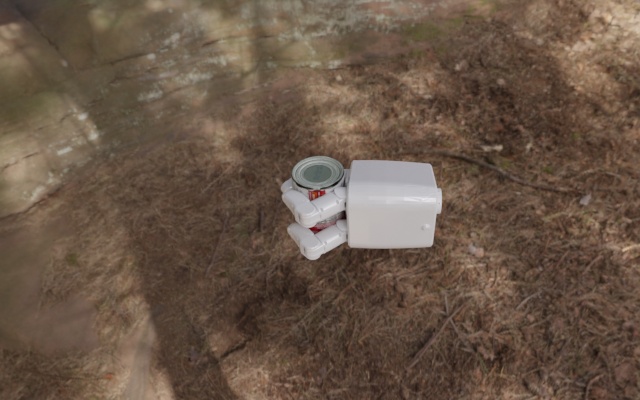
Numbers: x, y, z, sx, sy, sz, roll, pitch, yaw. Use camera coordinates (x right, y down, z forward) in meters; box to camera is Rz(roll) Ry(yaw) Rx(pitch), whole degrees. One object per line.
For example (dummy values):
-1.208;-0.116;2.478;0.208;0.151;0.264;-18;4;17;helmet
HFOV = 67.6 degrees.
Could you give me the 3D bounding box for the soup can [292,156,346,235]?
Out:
0.000;0.002;0.622;0.068;0.102;0.068;-3;41;3;soup can
